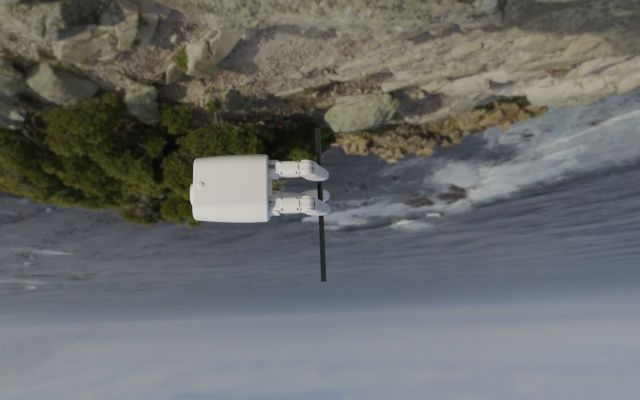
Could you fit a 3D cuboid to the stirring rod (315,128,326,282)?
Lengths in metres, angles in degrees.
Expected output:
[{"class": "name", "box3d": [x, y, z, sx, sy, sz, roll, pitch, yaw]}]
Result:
[{"class": "stirring rod", "box3d": [0.000, 0.002, 0.730, 0.011, 0.239, 0.011, -2, -14, -1]}]
